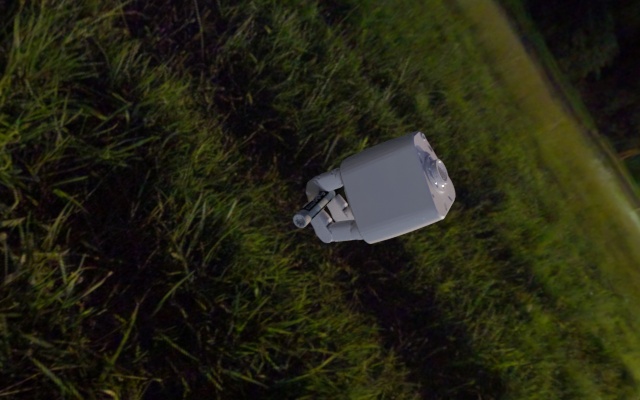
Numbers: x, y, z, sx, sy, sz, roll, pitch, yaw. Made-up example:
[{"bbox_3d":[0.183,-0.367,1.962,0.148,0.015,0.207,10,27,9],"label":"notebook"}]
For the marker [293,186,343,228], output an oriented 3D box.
[{"bbox_3d":[0.000,0.002,0.633,0.020,0.020,0.121,0,22,27],"label":"marker"}]
